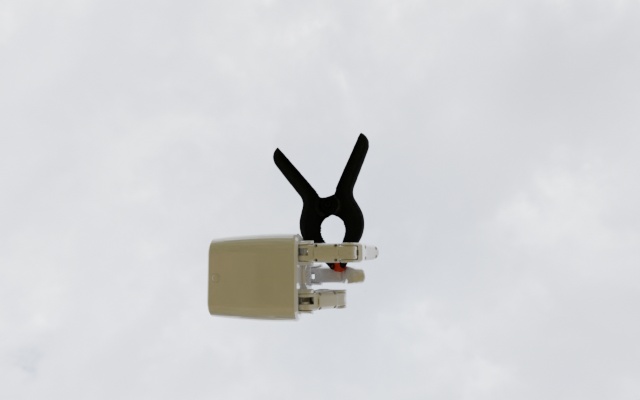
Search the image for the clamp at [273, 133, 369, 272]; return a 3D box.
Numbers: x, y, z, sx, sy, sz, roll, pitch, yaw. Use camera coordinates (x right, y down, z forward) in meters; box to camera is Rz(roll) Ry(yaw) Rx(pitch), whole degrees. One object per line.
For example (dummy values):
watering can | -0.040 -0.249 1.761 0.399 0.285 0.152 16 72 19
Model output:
clamp | 0.000 0.002 0.587 0.120 0.171 0.039 -2 -11 13
